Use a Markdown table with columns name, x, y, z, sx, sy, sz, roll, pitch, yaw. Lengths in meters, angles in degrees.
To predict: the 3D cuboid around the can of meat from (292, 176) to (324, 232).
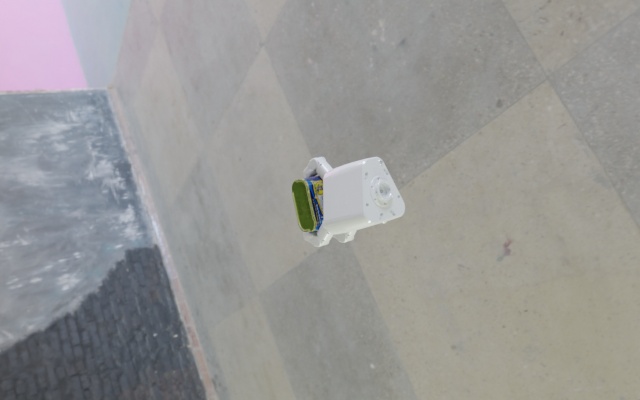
| name | x | y | z | sx | sy | sz | roll | pitch | yaw |
| --- | --- | --- | --- | --- | --- | --- | --- | --- | --- |
| can of meat | 0.000 | 0.003 | 0.876 | 0.084 | 0.102 | 0.057 | -12 | 0 | -36 |
